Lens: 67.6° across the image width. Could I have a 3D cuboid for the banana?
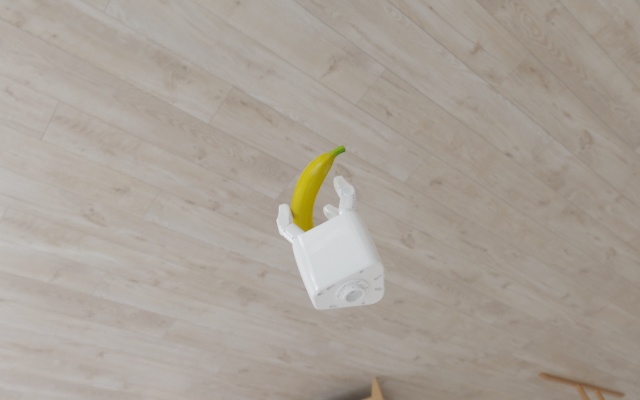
[{"bbox_3d":[-0.015,0.000,0.781,0.069,0.198,0.037,1,38,-28],"label":"banana"}]
